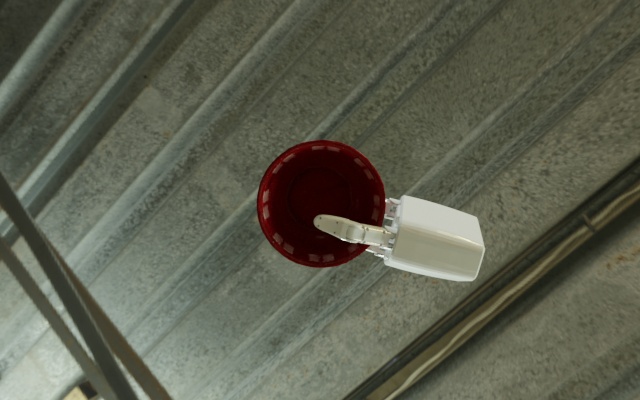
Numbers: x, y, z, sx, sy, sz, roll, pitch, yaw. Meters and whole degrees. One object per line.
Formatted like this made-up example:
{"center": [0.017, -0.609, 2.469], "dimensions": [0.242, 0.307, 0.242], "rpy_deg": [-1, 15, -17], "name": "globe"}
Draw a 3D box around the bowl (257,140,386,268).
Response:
{"center": [-0.001, 0.001, 0.617], "dimensions": [0.162, 0.162, 0.055], "rpy_deg": [0, 10, -3], "name": "bowl"}
